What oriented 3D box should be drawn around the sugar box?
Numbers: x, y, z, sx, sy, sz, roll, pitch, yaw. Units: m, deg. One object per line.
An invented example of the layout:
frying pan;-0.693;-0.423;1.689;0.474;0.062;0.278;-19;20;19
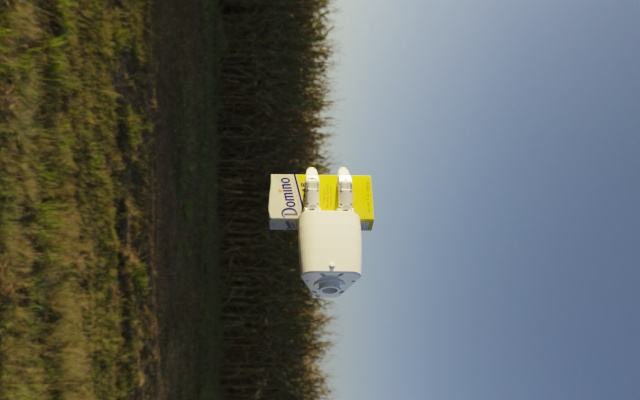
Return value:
sugar box;0.000;0.003;0.822;0.176;0.093;0.048;1;-32;-4
